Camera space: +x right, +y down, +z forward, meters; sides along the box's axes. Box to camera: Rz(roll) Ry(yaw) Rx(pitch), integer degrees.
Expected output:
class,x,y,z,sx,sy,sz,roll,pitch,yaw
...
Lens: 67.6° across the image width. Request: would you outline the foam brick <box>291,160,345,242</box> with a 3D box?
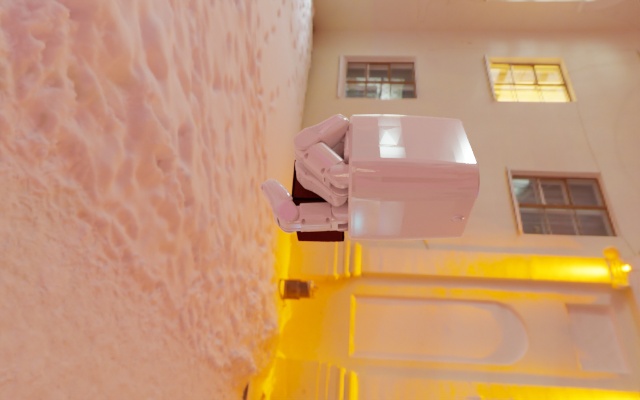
class,x,y,z,sx,sy,sz,roll,pitch,yaw
foam brick,0.000,0.002,0.491,0.051,0.053,0.078,0,-35,3
